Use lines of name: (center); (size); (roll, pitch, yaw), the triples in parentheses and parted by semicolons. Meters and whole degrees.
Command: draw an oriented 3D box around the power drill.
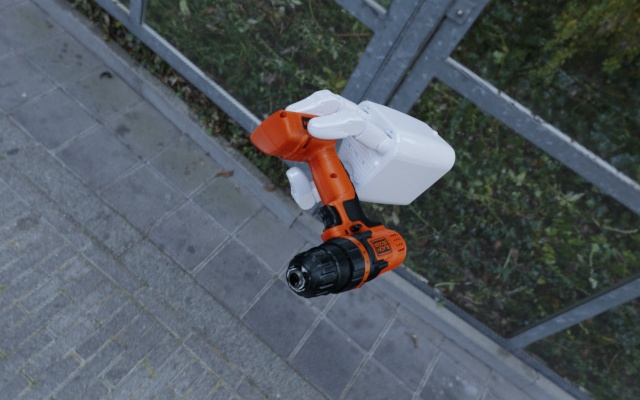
power drill: (0.000, 0.001, 0.484); (0.057, 0.187, 0.184); (-33, -15, 29)
